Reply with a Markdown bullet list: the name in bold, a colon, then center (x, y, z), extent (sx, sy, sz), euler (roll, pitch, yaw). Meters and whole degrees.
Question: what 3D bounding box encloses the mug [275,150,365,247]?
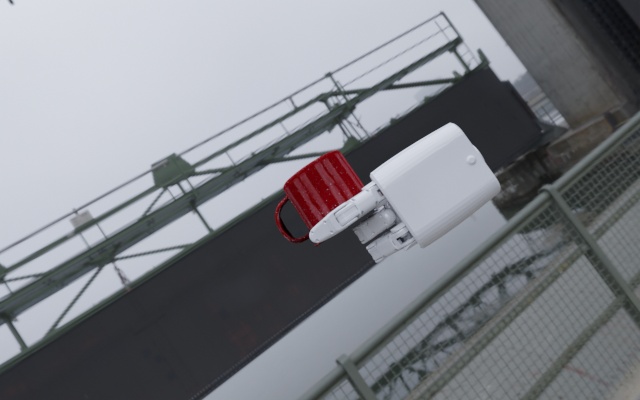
- **mug**: center (-0.001, 0.002, 0.562), extent (0.117, 0.081, 0.093), euler (-34, -4, 2)
